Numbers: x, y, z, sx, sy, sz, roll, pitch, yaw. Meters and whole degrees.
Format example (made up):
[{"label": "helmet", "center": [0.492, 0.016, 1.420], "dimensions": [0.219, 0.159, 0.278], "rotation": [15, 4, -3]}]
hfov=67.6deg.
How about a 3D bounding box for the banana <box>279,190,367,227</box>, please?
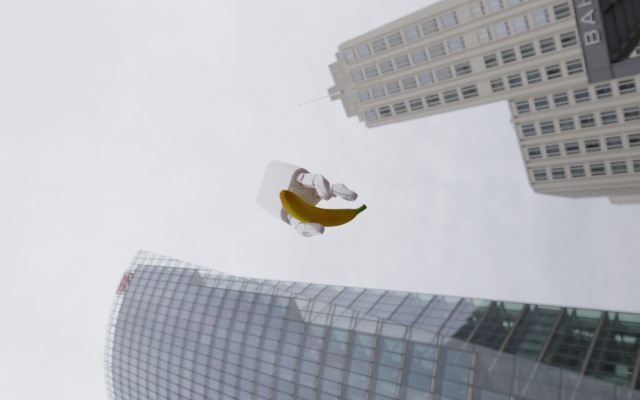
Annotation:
[{"label": "banana", "center": [-0.005, 0.019, 0.907], "dimensions": [0.198, 0.070, 0.037], "rotation": [8, 29, -36]}]
